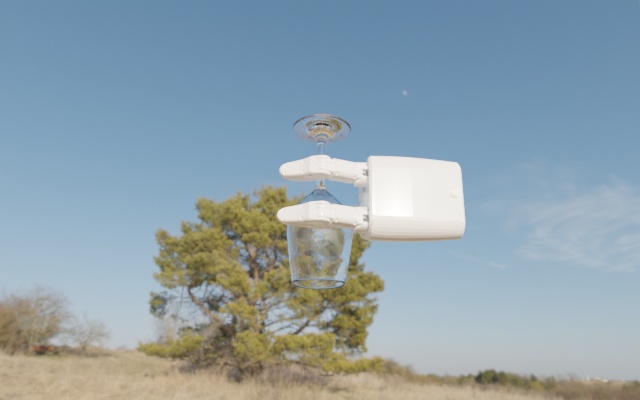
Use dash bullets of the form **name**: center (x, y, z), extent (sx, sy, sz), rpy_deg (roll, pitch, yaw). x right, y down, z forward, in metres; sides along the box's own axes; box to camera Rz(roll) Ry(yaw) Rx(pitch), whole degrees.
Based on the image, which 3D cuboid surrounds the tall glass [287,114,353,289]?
- **tall glass**: center (0.000, 0.001, 0.576), extent (0.079, 0.201, 0.079), rpy_deg (1, -20, 1)
